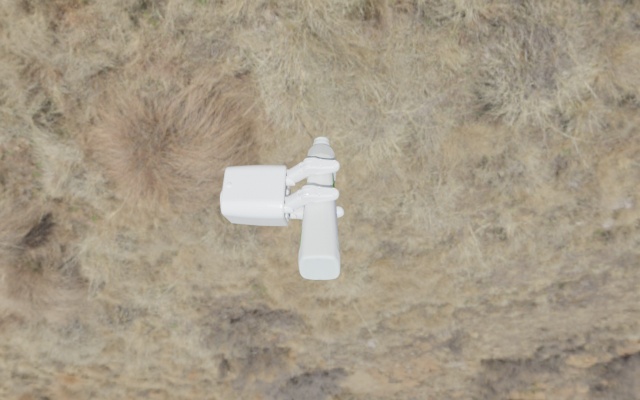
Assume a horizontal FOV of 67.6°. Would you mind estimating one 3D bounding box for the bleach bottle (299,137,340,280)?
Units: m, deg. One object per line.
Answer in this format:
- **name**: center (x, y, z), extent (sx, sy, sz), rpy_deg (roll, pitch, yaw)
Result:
- **bleach bottle**: center (0.000, 0.003, 0.831), extent (0.068, 0.250, 0.103), rpy_deg (0, -30, 2)
